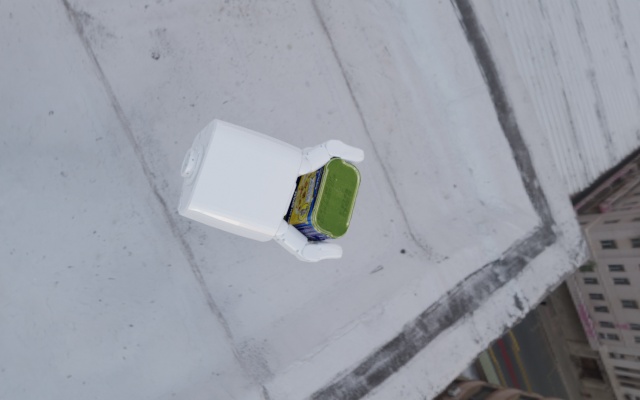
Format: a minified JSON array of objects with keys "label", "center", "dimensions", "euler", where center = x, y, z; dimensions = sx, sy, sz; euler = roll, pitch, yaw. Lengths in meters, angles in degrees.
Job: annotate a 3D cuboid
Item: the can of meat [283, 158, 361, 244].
[{"label":"can of meat","center":[0.000,0.002,0.600],"dimensions":[0.057,0.102,0.084],"euler":[23,-19,-25]}]
